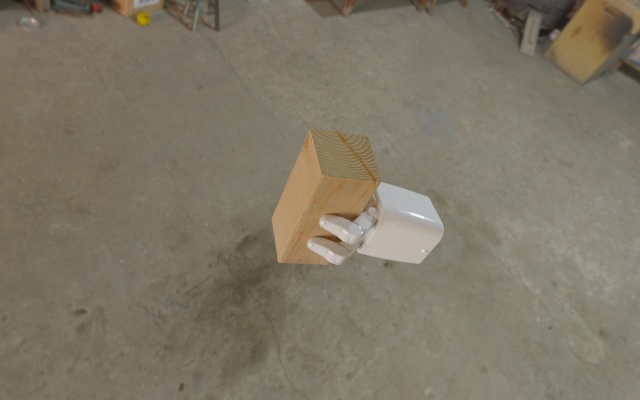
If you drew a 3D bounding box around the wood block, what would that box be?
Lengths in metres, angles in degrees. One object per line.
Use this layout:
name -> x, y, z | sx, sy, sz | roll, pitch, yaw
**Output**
wood block -> 0.000, 0.002, 0.711 | 0.090, 0.090, 0.206 | 5, -41, -21
